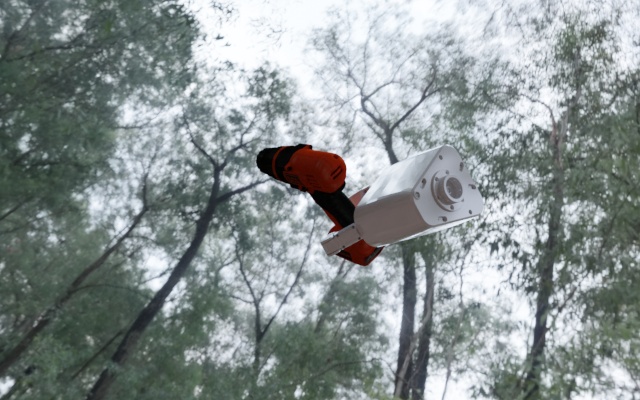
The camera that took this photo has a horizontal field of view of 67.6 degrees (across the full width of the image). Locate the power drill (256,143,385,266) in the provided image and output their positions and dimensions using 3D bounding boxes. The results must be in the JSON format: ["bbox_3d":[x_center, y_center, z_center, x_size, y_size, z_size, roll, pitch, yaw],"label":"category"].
[{"bbox_3d":[0.001,0.003,0.669,0.184,0.057,0.188,17,-31,55],"label":"power drill"}]
